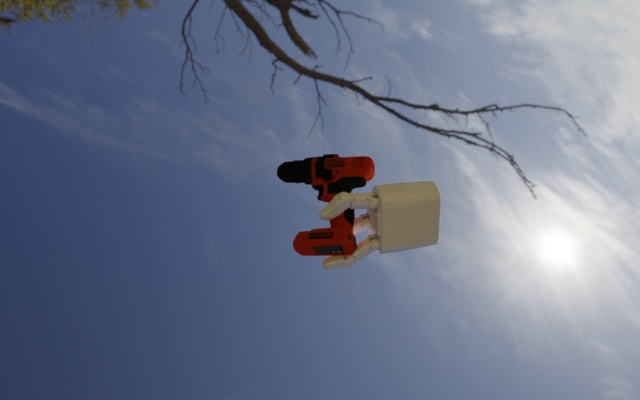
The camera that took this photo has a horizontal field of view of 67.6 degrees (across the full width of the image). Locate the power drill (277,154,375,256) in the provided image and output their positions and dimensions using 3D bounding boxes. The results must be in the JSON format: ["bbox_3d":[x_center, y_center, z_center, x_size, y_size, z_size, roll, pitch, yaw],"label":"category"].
[{"bbox_3d":[0.000,0.003,0.844,0.184,0.187,0.057,-3,-29,17],"label":"power drill"}]
